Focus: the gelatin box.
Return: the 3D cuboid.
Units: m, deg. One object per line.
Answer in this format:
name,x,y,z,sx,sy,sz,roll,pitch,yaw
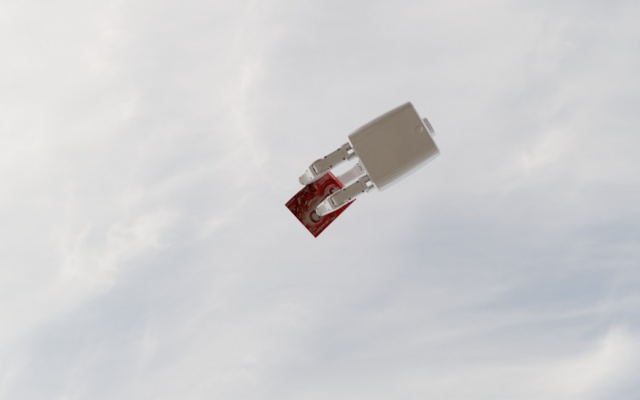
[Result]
gelatin box,0.000,0.003,0.750,0.089,0.073,0.030,-44,-3,13
